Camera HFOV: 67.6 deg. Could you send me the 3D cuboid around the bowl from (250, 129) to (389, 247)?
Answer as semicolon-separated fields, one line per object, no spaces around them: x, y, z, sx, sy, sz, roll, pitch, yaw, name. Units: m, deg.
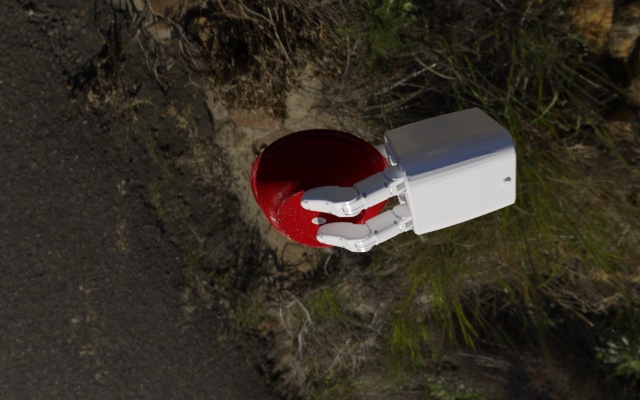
-0.001;0.002;0.526;0.162;0.055;0.162;1;-45;1;bowl
